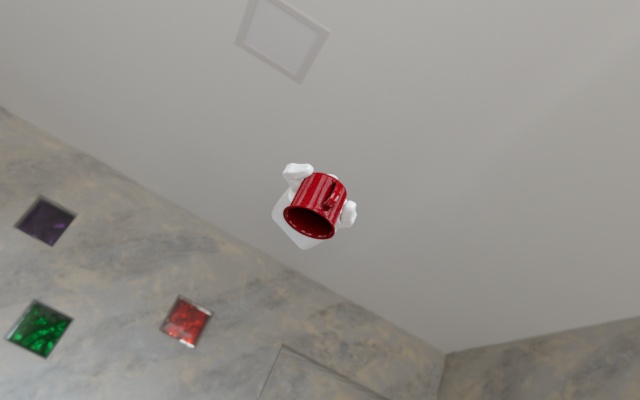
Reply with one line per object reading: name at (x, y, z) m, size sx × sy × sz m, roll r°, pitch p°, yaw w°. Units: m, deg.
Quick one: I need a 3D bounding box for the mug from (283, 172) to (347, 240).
mug at (0.001, 0.002, 0.796) m, size 0.093 × 0.081 × 0.117 m, roll 33°, pitch -32°, yaw -12°
